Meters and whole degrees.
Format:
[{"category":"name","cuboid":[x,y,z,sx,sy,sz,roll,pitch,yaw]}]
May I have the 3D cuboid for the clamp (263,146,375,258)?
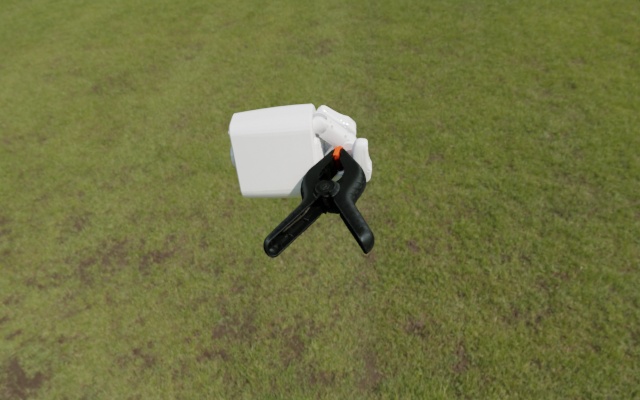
[{"category":"clamp","cuboid":[0.000,0.001,0.546,0.120,0.039,0.171,-6,38,9]}]
